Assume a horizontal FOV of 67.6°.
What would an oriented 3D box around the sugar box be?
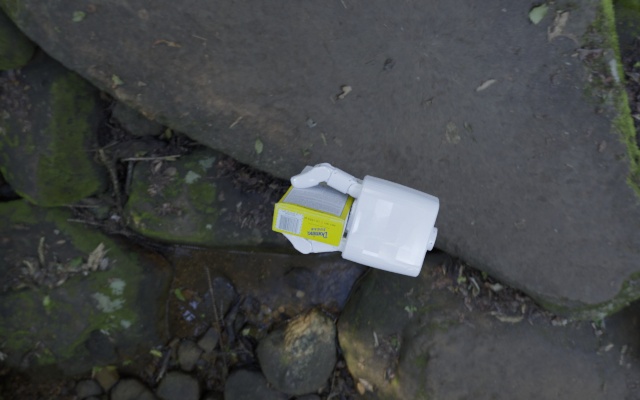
[{"bbox_3d":[0.000,0.003,0.688,0.093,0.048,0.176,15,20,7],"label":"sugar box"}]
